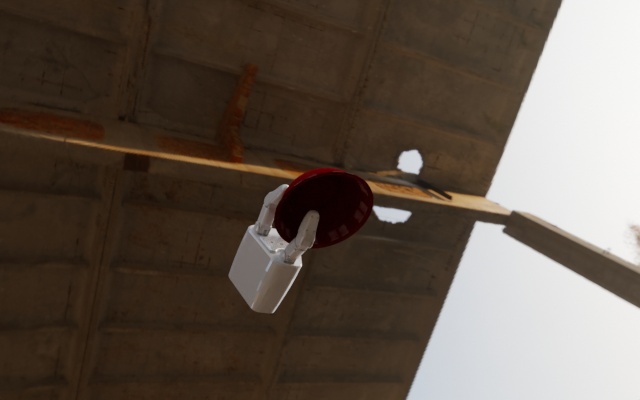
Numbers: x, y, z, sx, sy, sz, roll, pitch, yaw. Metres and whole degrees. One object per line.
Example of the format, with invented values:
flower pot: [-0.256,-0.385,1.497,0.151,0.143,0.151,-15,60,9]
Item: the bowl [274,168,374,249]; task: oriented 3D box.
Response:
bowl: [0.001,0.001,0.763,0.162,0.162,0.055,0,41,-20]
